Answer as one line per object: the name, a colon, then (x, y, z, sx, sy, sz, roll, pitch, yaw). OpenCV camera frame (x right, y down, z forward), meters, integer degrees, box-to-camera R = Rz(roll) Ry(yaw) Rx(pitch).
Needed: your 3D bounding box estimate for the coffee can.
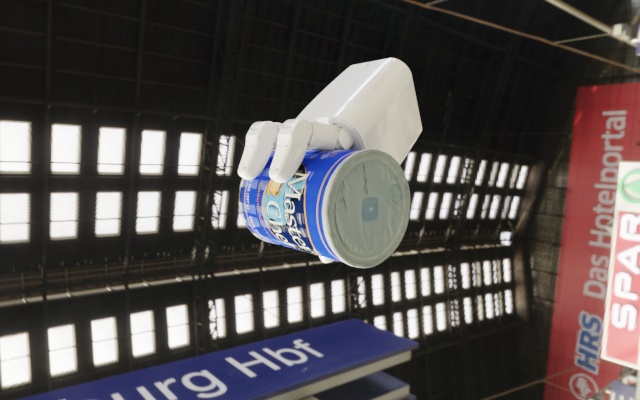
coffee can: (0.000, 0.002, 0.463, 0.103, 0.103, 0.140, 0, 5, -40)
